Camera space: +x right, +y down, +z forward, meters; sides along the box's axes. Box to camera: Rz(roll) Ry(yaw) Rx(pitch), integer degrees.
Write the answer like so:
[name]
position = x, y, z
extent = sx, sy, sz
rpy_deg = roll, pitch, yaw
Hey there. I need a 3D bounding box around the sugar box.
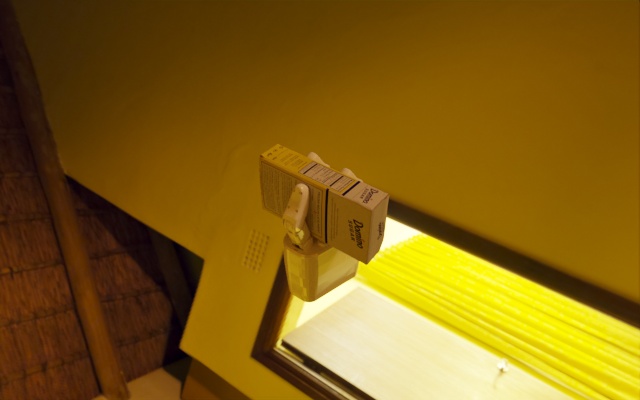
[sugar box]
position = 0.000, 0.002, 0.611
extent = 0.176, 0.093, 0.048
rpy_deg = 25, 46, 26
